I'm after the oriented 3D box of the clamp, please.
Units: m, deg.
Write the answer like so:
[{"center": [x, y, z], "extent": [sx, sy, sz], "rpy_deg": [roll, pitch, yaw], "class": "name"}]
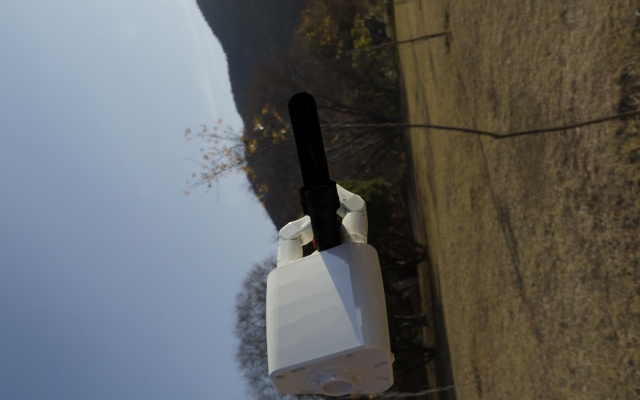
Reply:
[{"center": [-0.001, 0.002, 0.438], "extent": [0.039, 0.120, 0.172], "rpy_deg": [-9, -45, 4], "class": "clamp"}]
